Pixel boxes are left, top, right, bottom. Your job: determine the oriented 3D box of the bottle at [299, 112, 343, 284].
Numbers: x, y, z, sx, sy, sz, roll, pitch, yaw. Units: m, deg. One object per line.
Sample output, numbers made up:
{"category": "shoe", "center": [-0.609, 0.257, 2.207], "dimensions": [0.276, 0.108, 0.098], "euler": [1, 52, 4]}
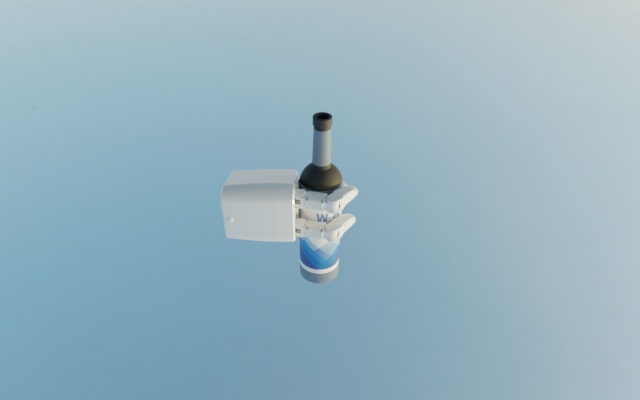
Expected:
{"category": "bottle", "center": [0.000, 0.003, 0.743], "dimensions": [0.069, 0.296, 0.069], "euler": [1, 36, -1]}
